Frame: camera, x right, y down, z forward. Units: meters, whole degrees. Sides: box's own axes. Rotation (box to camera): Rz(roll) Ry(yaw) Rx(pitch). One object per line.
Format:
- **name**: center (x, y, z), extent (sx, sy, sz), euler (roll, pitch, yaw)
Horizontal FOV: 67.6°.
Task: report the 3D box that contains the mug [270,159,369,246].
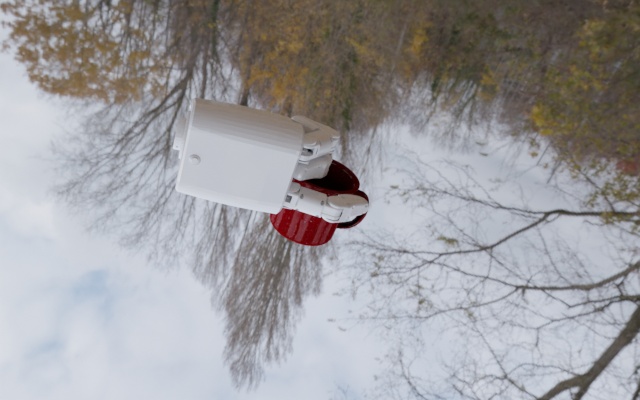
- **mug**: center (0.001, 0.002, 0.568), extent (0.117, 0.081, 0.093), euler (13, 28, -16)
